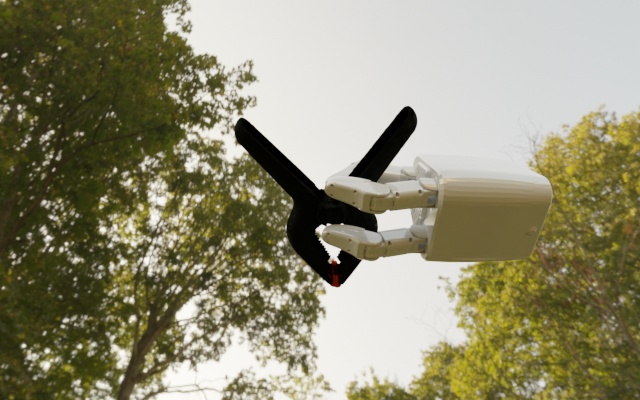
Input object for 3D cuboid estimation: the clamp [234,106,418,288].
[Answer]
[{"bbox_3d":[0.000,0.002,0.479,0.164,0.210,0.036,3,34,-2],"label":"clamp"}]
